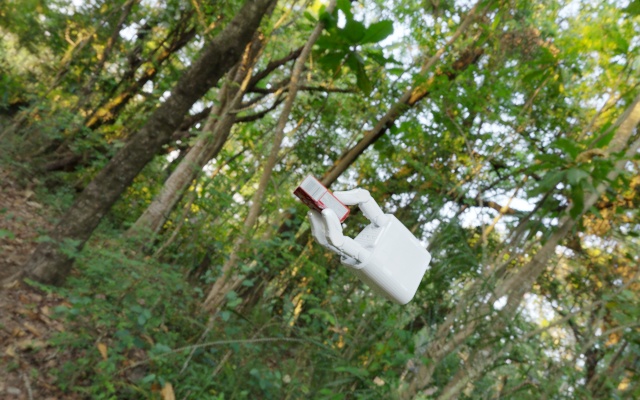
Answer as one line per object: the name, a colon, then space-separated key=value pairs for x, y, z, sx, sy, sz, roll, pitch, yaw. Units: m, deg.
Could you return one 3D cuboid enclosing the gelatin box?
gelatin box: x=0.000 y=0.002 z=0.772 sx=0.089 sy=0.030 sz=0.073 roll=42 pitch=-13 yaw=-3
